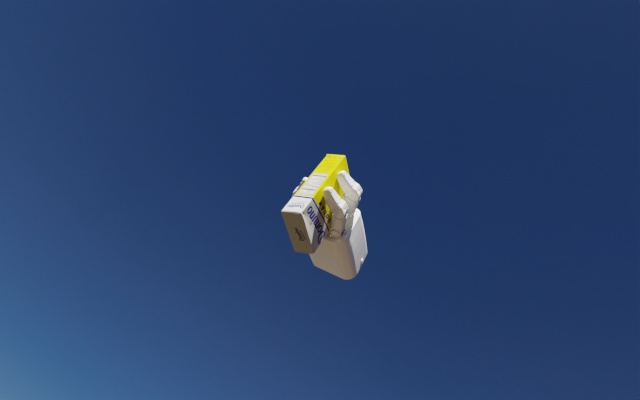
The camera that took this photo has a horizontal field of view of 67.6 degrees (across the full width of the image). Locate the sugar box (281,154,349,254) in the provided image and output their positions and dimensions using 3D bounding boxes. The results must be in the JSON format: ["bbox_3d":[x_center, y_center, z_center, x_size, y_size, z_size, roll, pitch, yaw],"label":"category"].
[{"bbox_3d":[0.001,0.003,0.846,0.048,0.093,0.176,5,40,27],"label":"sugar box"}]
